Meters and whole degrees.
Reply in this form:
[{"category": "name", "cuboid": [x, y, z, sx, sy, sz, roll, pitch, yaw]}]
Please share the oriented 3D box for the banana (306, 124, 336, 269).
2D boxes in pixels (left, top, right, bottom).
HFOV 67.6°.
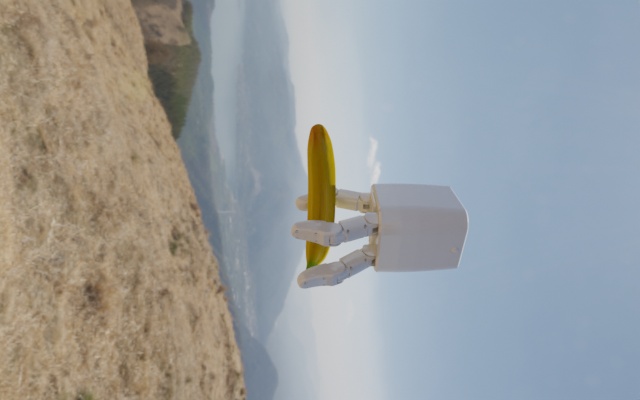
[{"category": "banana", "cuboid": [0.001, -0.001, 0.595, 0.037, 0.198, 0.069, 2, 18, 1]}]
